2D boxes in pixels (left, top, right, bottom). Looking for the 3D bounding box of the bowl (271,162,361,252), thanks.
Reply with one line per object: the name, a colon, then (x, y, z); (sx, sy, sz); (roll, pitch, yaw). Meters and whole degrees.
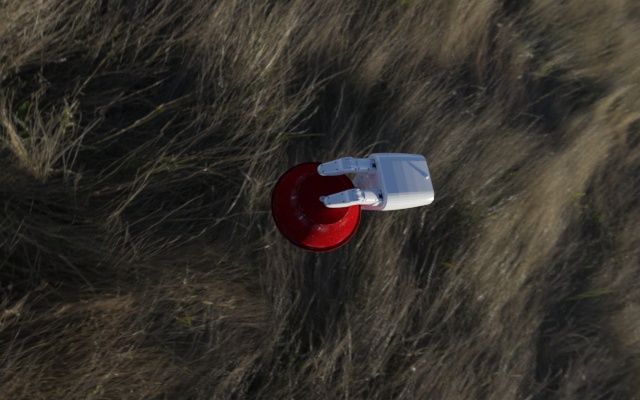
bowl: (-0.001, 0.003, 0.800); (0.162, 0.162, 0.055); (0, -15, -15)
